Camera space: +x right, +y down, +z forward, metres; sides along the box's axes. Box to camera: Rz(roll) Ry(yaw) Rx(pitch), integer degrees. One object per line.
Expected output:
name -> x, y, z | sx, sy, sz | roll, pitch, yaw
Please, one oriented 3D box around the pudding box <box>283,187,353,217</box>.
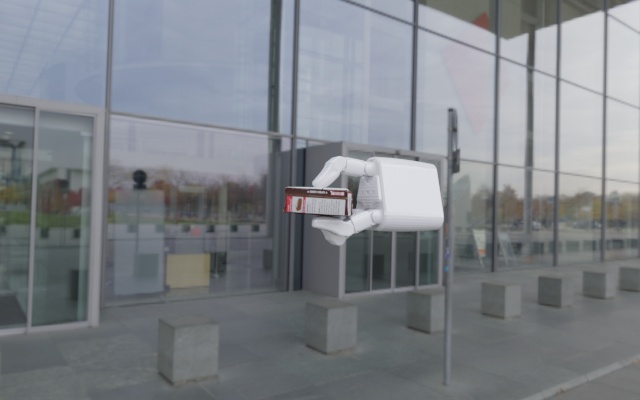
pudding box -> 0.000, 0.002, 0.690 | 0.090, 0.039, 0.113 | 2, -2, 6
